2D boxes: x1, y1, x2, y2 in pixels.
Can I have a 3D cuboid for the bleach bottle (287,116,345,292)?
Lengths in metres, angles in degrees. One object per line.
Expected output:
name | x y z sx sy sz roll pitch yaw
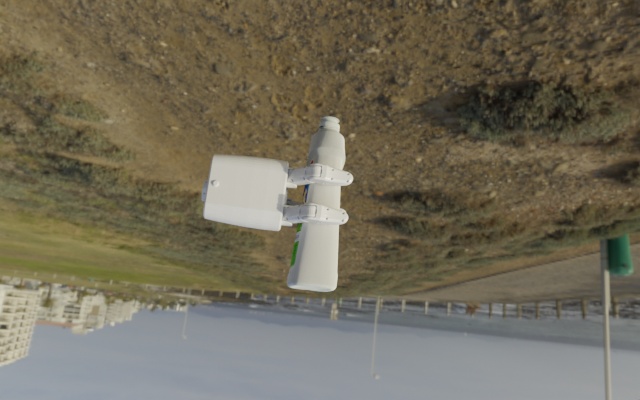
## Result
bleach bottle | 0.000 0.002 0.696 0.068 0.250 0.102 8 -14 -6
